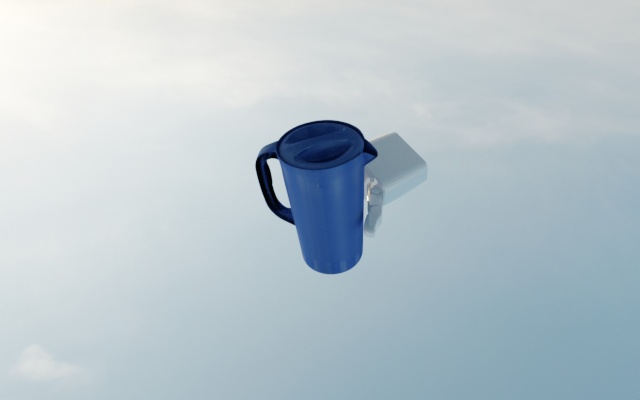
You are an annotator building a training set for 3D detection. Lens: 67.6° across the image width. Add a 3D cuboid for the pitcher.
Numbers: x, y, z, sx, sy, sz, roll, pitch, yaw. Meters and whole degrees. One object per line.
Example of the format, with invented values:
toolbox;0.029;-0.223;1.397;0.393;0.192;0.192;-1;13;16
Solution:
pitcher;0.000;0.002;0.774;0.145;0.243;0.149;-29;44;-25
